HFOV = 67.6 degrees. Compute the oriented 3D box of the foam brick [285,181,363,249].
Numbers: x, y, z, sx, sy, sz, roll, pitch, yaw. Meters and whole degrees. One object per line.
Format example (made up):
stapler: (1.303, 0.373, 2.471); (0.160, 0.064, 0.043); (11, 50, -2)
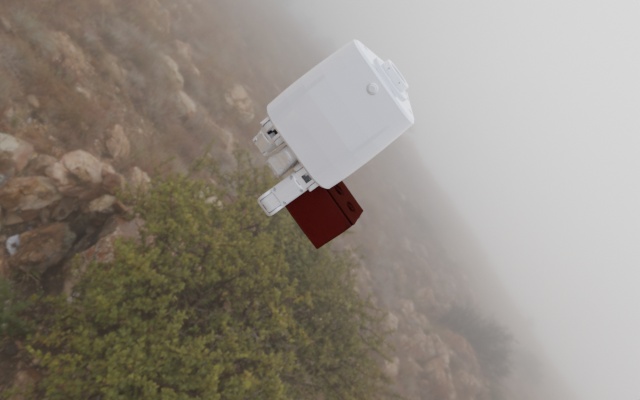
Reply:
foam brick: (0.000, 0.002, 0.508); (0.051, 0.078, 0.053); (-35, 3, 21)
